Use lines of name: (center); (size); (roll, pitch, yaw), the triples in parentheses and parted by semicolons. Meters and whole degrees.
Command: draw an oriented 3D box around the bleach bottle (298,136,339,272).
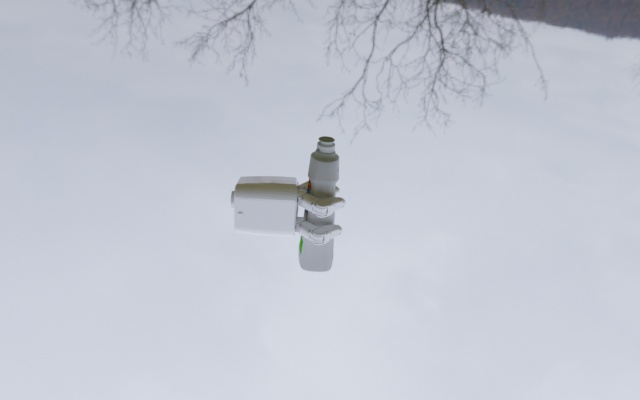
bleach bottle: (0.000, 0.003, 0.866); (0.068, 0.251, 0.102); (3, 29, -4)
